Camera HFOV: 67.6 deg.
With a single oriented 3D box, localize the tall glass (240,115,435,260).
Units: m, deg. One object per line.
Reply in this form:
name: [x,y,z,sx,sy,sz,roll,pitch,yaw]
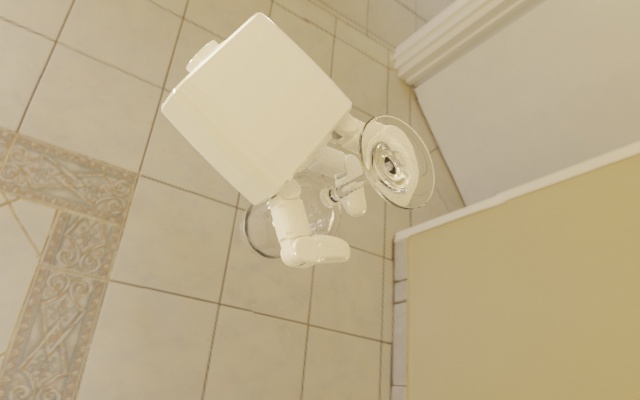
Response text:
tall glass: [0.001,0.001,0.423,0.079,0.079,0.201,0,-18,-37]
